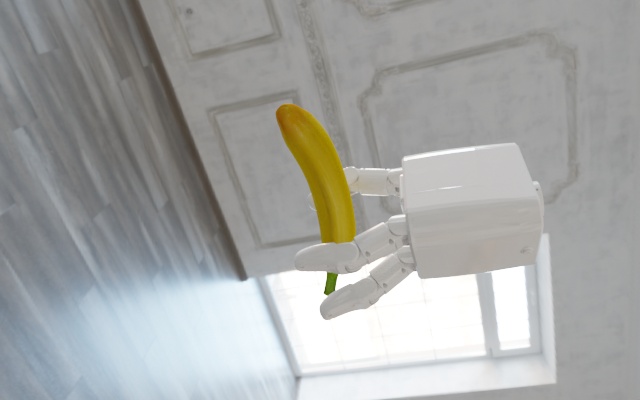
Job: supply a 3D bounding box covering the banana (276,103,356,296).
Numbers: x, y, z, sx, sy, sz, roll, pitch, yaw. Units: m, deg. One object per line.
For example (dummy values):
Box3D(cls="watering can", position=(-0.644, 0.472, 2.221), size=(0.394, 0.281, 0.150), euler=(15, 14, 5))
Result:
Box3D(cls="banana", position=(0.004, -0.006, 0.432), size=(0.037, 0.198, 0.069), euler=(-6, 33, 16))
